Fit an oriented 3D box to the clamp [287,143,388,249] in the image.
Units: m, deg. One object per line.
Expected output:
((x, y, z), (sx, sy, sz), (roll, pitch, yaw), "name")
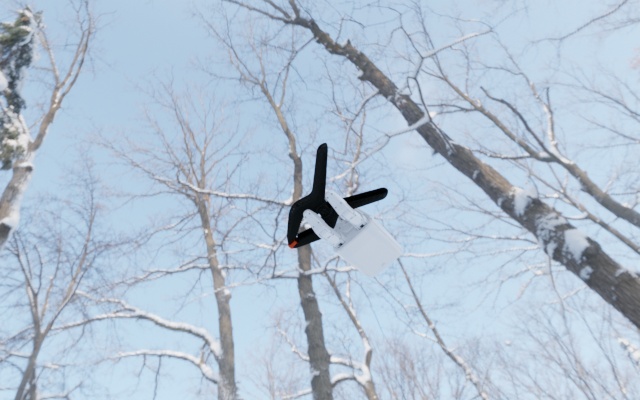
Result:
((0.000, 0.003, 0.890), (0.165, 0.210, 0.036), (42, 14, -24), "clamp")
